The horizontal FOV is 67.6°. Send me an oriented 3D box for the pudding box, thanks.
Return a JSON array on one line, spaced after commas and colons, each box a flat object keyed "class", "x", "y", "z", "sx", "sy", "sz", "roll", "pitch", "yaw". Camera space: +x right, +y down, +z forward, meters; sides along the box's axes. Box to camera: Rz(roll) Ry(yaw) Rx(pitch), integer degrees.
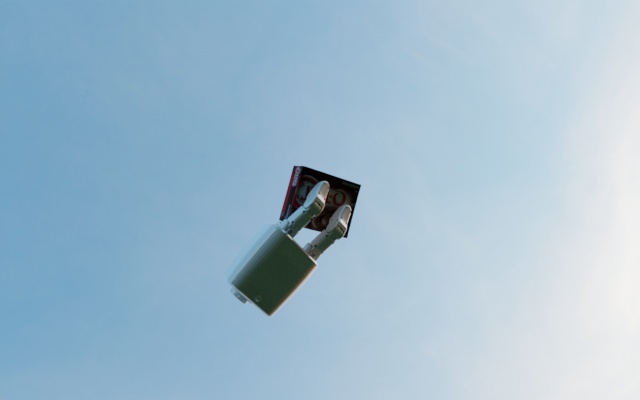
[{"class": "pudding box", "x": 0.000, "y": 0.002, "z": 0.746, "sx": 0.113, "sy": 0.090, "sz": 0.039, "roll": 16, "pitch": -1, "yaw": -31}]
